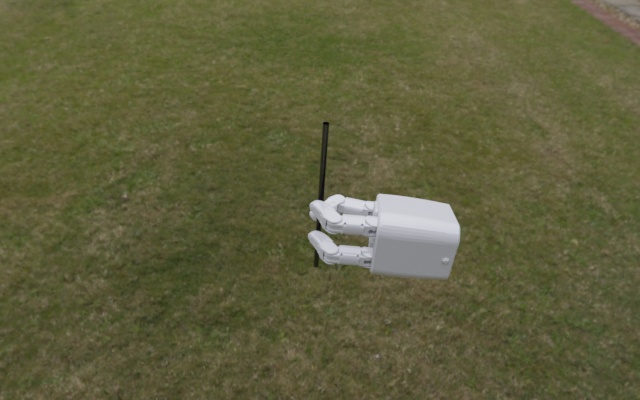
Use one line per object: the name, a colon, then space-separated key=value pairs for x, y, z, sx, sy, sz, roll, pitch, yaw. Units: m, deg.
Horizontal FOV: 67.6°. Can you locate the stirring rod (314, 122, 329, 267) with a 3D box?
stirring rod: x=0.000 y=0.002 z=0.656 sx=0.011 sy=0.240 sz=0.011 roll=3 pitch=36 yaw=-2
